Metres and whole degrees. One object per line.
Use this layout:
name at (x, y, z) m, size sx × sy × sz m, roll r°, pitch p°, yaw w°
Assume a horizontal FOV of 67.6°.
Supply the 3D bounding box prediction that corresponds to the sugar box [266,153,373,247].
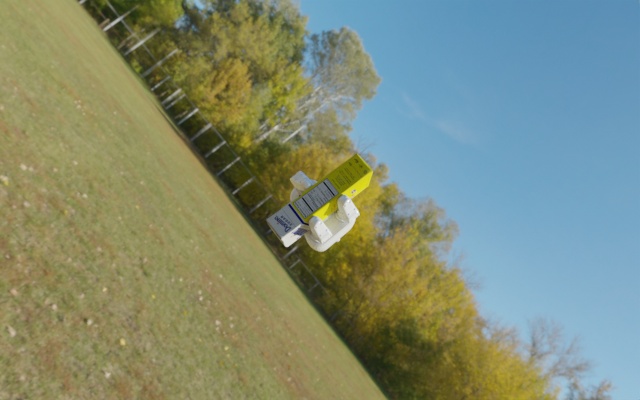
sugar box at (0.001, 0.003, 0.761) m, size 0.176 × 0.048 × 0.093 m, roll -39°, pitch -11°, yaw -7°
